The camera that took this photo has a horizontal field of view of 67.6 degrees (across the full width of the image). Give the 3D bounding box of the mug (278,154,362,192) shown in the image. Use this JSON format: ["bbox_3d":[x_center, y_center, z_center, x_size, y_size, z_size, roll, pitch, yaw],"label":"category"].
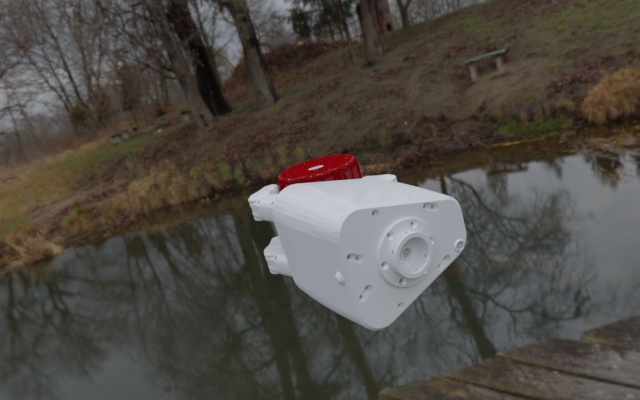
[{"bbox_3d":[-0.001,0.001,0.490,0.093,0.081,0.117,-23,17,-25],"label":"mug"}]
